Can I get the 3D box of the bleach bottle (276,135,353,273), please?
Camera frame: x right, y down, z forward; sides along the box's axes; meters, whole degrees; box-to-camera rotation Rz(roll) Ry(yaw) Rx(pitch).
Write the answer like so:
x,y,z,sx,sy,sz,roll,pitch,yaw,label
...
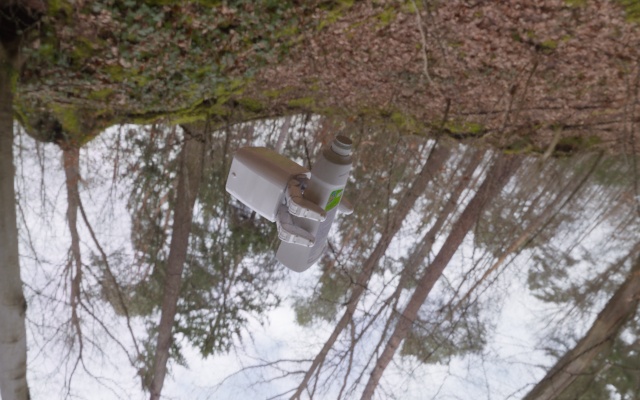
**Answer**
x,y,z,sx,sy,sz,roll,pitch,yaw,label
0.000,0.003,0.806,0.068,0.251,0.102,31,32,14,bleach bottle
